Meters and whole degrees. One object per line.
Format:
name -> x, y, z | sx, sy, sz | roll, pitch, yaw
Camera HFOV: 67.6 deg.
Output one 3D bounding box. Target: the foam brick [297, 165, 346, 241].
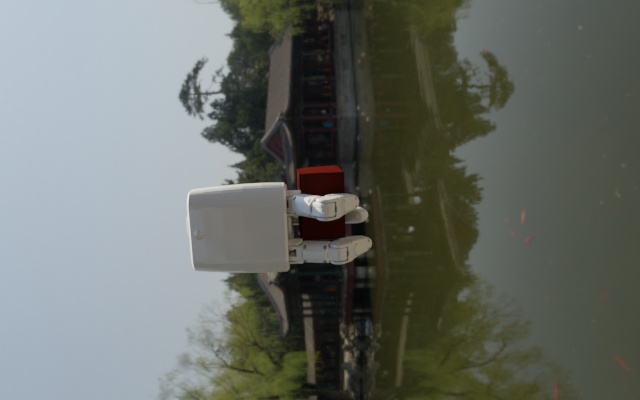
foam brick -> 0.000, 0.001, 0.550 | 0.051, 0.078, 0.053 | -2, 11, -4
